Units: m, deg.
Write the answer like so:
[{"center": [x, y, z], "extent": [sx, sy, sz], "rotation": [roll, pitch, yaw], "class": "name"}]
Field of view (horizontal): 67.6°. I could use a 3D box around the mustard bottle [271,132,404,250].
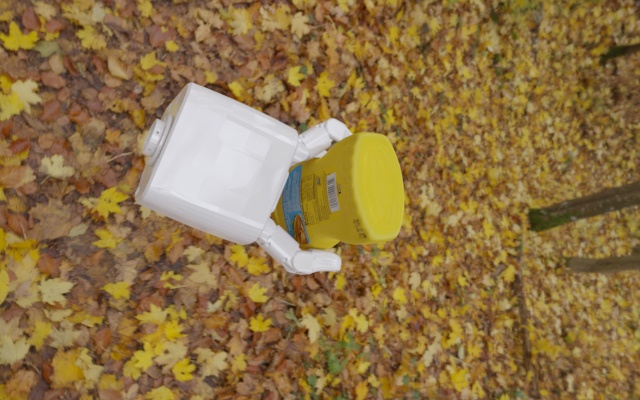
[{"center": [0.001, 0.002, 0.481], "extent": [0.058, 0.096, 0.191], "rotation": [-3, -7, -33], "class": "mustard bottle"}]
